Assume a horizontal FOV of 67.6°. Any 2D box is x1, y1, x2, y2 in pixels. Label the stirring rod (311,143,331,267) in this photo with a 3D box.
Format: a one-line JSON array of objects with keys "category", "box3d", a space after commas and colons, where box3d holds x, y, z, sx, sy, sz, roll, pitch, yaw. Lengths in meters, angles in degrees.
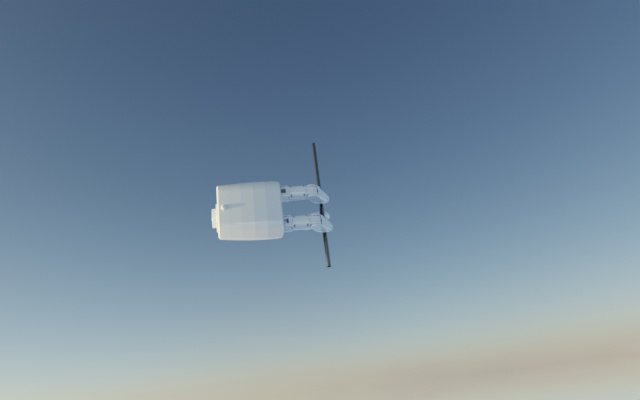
[{"category": "stirring rod", "box3d": [0.000, 0.003, 0.863, 0.011, 0.239, 0.011, -6, -22, -3]}]
